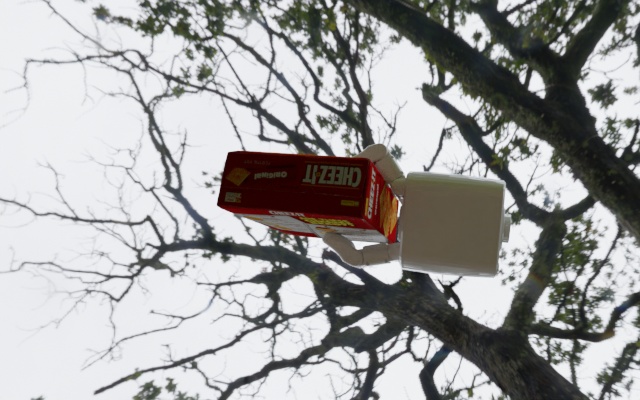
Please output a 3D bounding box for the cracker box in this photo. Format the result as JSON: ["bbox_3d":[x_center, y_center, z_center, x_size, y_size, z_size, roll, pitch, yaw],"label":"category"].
[{"bbox_3d":[0.000,0.002,0.586,0.164,0.072,0.214,4,-11,18],"label":"cracker box"}]
